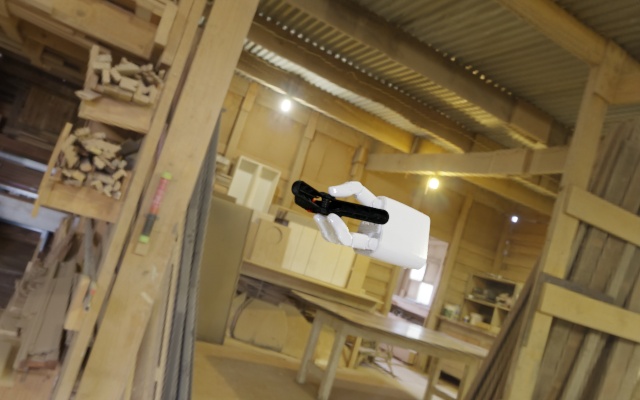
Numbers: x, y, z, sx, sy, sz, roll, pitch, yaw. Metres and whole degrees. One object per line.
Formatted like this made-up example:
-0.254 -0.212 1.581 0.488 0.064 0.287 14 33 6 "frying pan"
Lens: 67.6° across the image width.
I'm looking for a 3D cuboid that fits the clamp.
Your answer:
0.000 0.002 0.816 0.164 0.036 0.210 21 -7 -22 "clamp"
